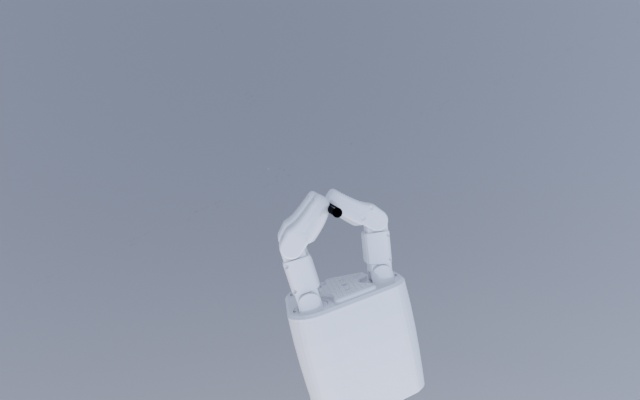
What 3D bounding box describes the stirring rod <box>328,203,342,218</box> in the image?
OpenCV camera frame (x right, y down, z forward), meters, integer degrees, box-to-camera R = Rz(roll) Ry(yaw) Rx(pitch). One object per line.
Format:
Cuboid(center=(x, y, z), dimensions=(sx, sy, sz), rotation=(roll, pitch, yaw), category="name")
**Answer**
Cuboid(center=(0.000, 0.002, 0.488), dimensions=(0.011, 0.011, 0.239), rotation=(0, 4, -6), category="stirring rod")
